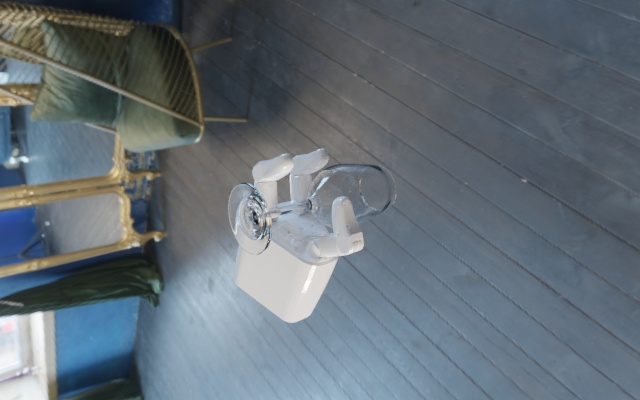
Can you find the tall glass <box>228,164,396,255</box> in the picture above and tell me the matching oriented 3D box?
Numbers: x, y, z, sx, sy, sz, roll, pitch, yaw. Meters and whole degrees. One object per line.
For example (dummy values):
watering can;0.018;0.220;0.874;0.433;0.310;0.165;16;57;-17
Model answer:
tall glass;0.000;0.002;0.545;0.201;0.079;0.079;-14;9;-41
